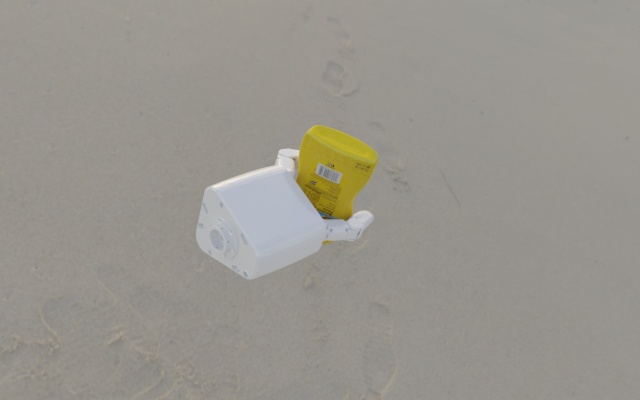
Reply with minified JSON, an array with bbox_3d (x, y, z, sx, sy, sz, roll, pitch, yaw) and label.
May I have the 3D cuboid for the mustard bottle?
[{"bbox_3d":[0.000,0.002,0.639,0.096,0.192,0.058,25,34,6],"label":"mustard bottle"}]
